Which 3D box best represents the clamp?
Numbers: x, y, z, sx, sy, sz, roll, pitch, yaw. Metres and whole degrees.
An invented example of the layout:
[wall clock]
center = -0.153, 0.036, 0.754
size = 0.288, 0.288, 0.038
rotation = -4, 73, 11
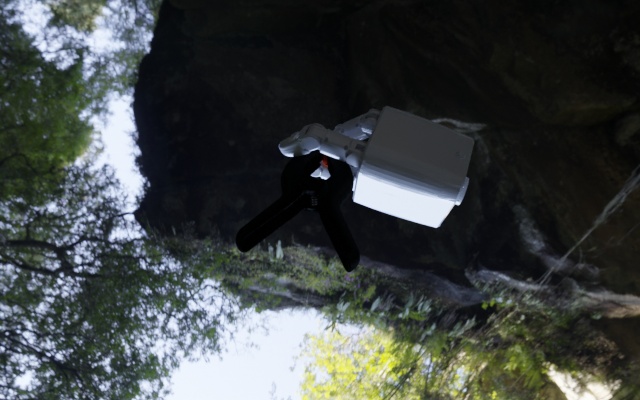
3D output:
[clamp]
center = 0.000, 0.002, 0.499
size = 0.120, 0.171, 0.039
rotation = 20, -38, 8
